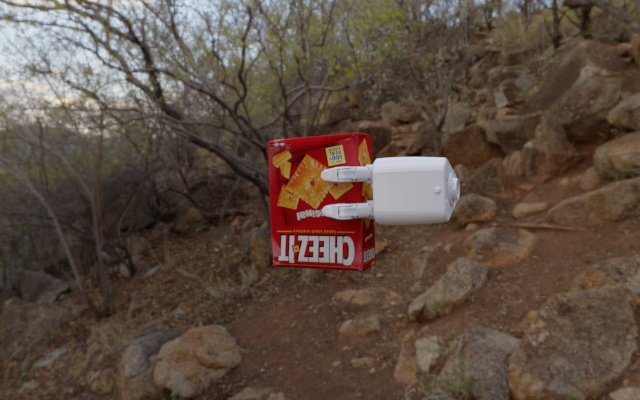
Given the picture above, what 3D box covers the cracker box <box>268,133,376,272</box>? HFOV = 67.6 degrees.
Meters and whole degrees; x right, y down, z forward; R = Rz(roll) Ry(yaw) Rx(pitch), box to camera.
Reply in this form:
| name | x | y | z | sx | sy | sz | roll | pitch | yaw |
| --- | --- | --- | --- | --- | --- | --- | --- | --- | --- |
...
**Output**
| name | x | y | z | sx | sy | sz | roll | pitch | yaw |
| --- | --- | --- | --- | --- | --- | --- | --- | --- | --- |
| cracker box | 0.000 | 0.002 | 0.780 | 0.164 | 0.213 | 0.072 | -1 | 3 | 26 |
